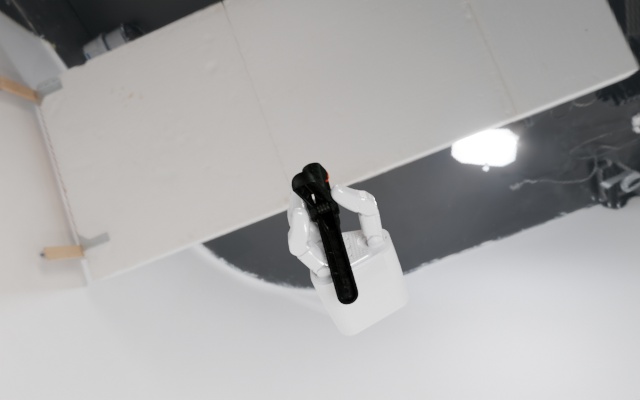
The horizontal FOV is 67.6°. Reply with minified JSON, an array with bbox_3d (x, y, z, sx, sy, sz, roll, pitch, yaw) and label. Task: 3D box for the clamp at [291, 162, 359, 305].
[{"bbox_3d":[0.001,0.002,0.583,0.036,0.165,0.209,-18,31,5],"label":"clamp"}]
